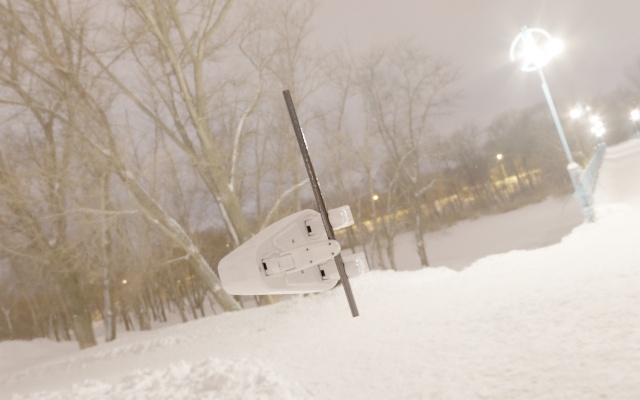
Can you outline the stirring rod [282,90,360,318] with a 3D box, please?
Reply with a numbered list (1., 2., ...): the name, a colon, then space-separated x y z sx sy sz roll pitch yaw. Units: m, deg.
1. stirring rod: 0.000 0.002 0.486 0.011 0.239 0.011 -17 -3 -1
